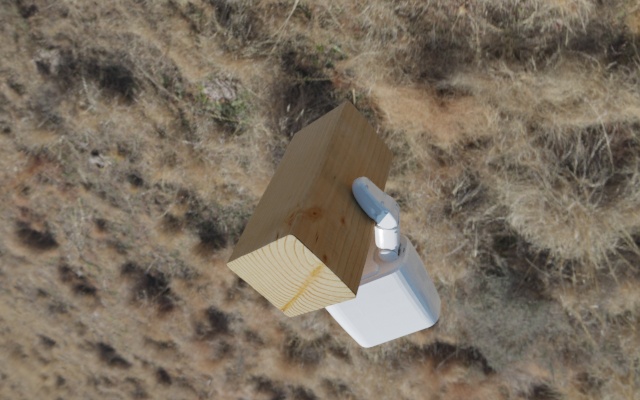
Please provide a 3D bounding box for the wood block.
[{"bbox_3d":[0.001,0.002,0.493,0.091,0.206,0.090,-25,-60,37],"label":"wood block"}]
